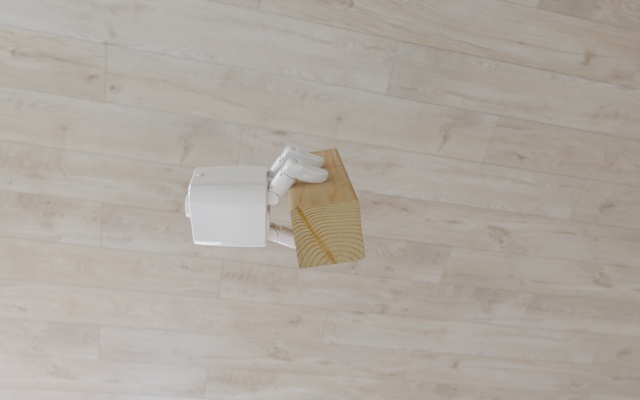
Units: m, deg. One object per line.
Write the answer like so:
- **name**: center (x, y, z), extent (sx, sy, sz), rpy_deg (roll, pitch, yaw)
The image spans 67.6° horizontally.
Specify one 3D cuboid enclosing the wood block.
- **wood block**: center (0.000, 0.003, 0.702), extent (0.090, 0.091, 0.206), rpy_deg (-9, 25, -2)
